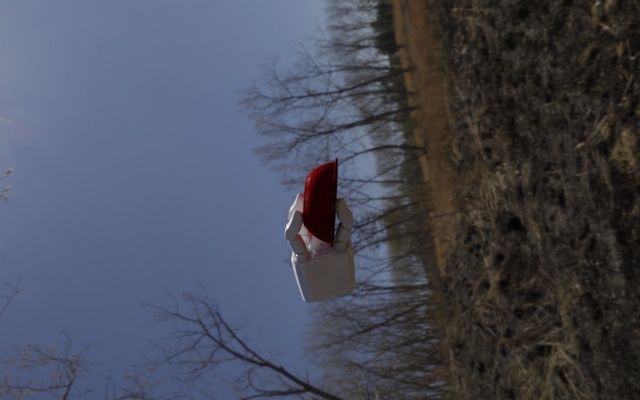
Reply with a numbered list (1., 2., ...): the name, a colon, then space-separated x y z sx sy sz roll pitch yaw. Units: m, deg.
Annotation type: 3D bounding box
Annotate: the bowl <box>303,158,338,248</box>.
1. bowl: 0.000 0.002 0.856 0.055 0.162 0.162 4 0 3
